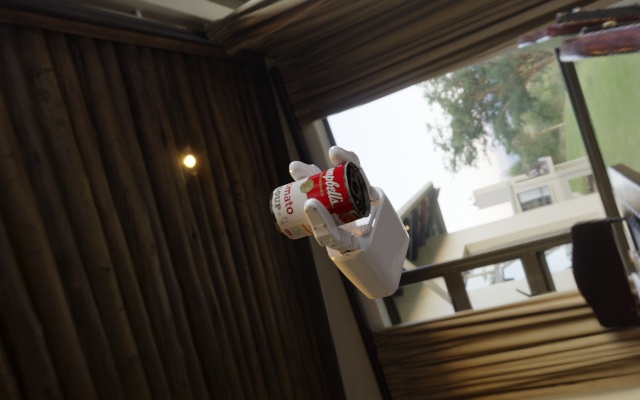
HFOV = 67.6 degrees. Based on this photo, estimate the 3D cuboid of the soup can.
[{"bbox_3d":[0.000,0.002,0.569,0.102,0.068,0.068,-18,-7,22],"label":"soup can"}]
